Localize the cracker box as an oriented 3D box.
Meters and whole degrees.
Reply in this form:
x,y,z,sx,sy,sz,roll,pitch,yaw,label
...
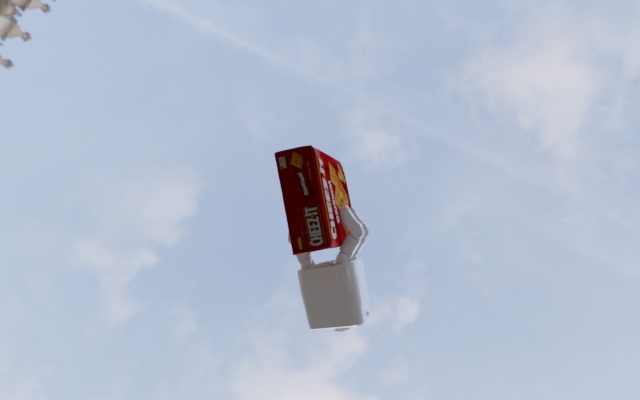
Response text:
x,y,z,sx,sy,sz,roll,pitch,yaw,label
0.000,0.003,0.828,0.072,0.164,0.214,-13,-5,13,cracker box
